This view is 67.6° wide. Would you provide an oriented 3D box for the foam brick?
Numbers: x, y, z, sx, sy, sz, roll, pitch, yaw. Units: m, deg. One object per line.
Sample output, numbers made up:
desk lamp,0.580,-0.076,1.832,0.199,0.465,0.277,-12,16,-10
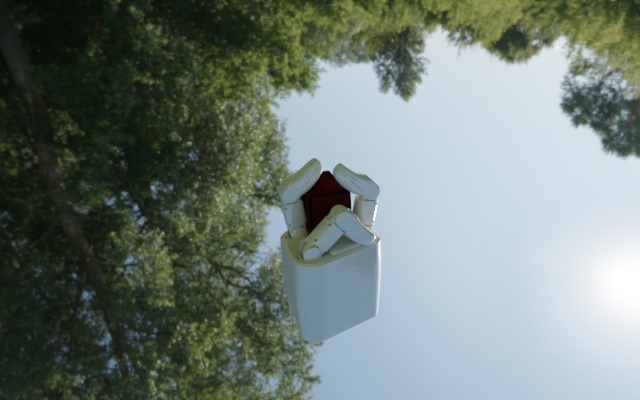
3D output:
foam brick,0.000,0.002,0.578,0.053,0.051,0.078,-10,23,-15
